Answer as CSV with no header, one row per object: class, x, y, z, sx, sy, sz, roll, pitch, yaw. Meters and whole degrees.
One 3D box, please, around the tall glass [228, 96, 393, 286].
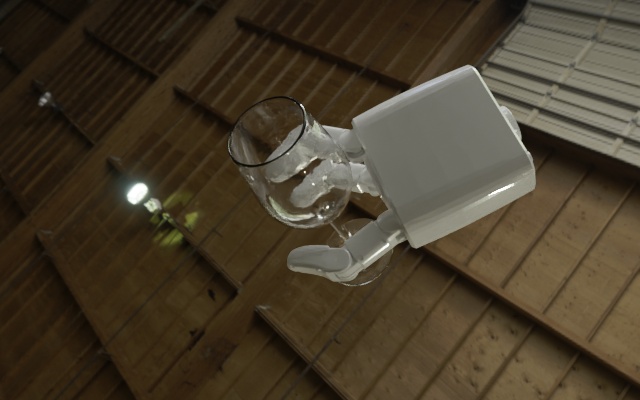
tall glass,0.000,0.002,0.406,0.079,0.079,0.201,0,-30,26
